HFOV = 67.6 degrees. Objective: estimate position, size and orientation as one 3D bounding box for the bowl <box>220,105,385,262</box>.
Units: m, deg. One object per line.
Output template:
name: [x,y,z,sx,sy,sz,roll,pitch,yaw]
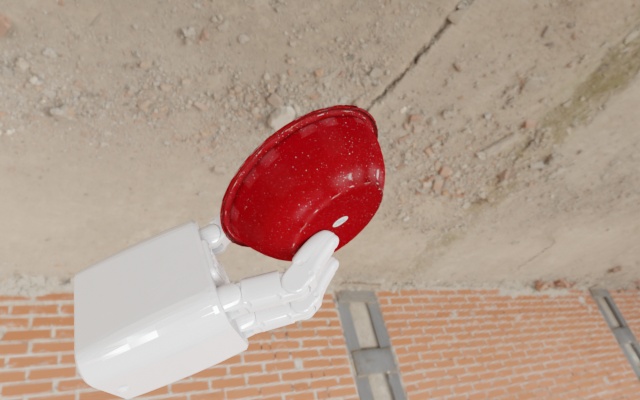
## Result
bowl: [0.001,0.001,0.401,0.162,0.162,0.055,0,43,-52]
